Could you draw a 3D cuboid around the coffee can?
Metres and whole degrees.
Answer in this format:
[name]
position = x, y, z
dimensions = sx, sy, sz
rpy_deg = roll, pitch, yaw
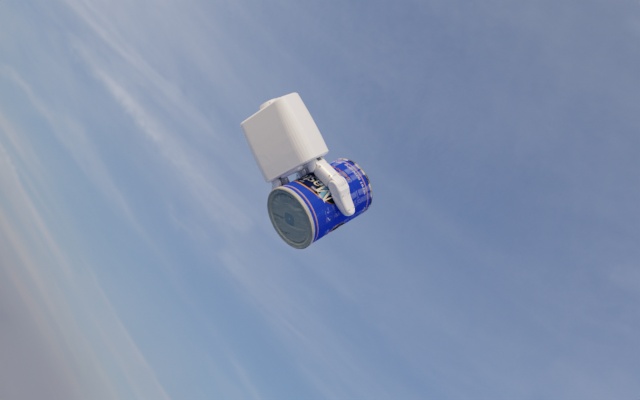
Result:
[coffee can]
position = 0.000, 0.003, 0.771
dimensions = 0.140, 0.103, 0.103
rpy_deg = -28, 18, -37
